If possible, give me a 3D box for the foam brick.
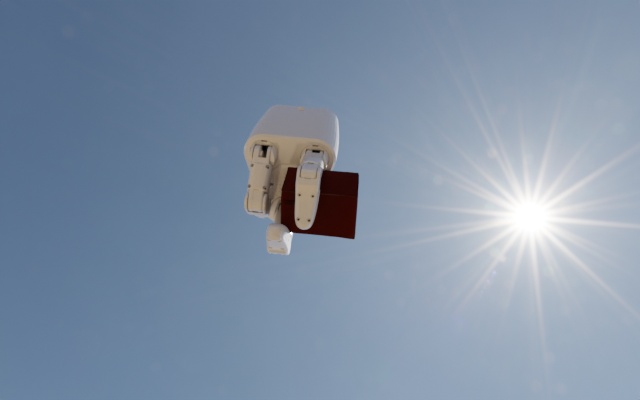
[{"bbox_3d":[0.000,0.002,0.494,0.078,0.053,0.051,6,31,3],"label":"foam brick"}]
